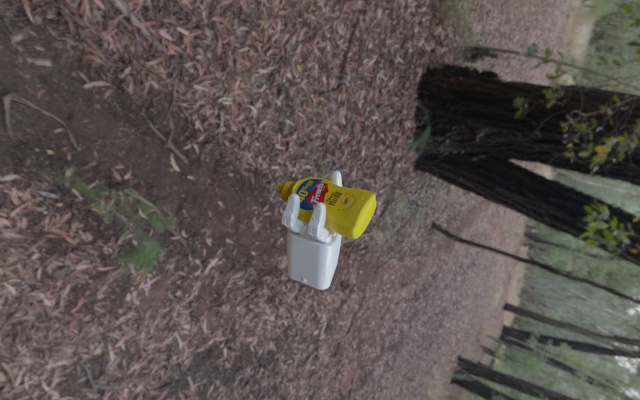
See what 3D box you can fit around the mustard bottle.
[{"bbox_3d":[0.000,0.003,0.894,0.191,0.096,0.058,17,-35,24],"label":"mustard bottle"}]
